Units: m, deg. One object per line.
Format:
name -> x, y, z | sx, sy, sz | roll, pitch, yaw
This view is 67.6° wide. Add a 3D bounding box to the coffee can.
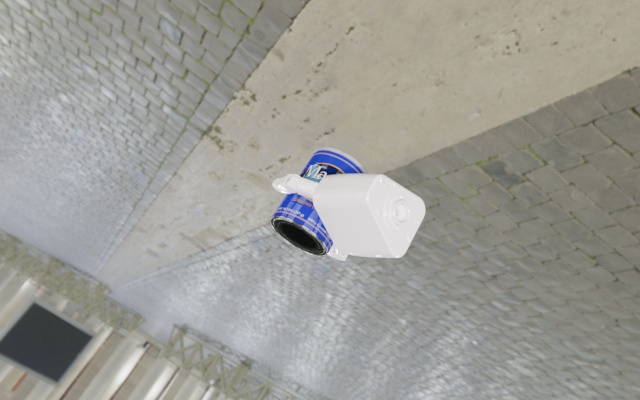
coffee can -> 0.000, 0.002, 0.741 | 0.103, 0.140, 0.103 | 27, -24, 13
